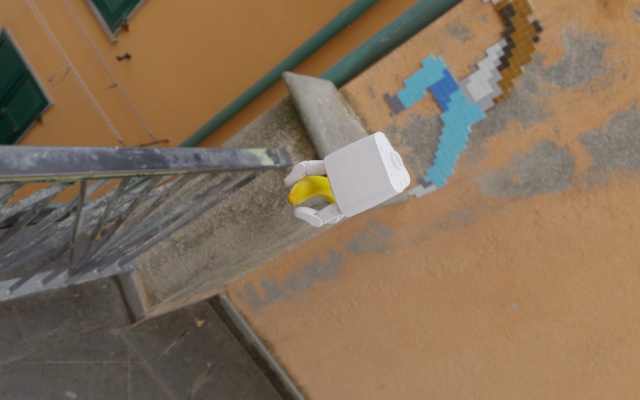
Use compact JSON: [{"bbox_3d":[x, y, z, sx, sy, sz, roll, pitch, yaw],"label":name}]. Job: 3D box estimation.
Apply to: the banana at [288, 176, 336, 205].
[{"bbox_3d":[-0.002,-0.014,0.906,0.037,0.069,0.198,-20,-19,28],"label":"banana"}]
